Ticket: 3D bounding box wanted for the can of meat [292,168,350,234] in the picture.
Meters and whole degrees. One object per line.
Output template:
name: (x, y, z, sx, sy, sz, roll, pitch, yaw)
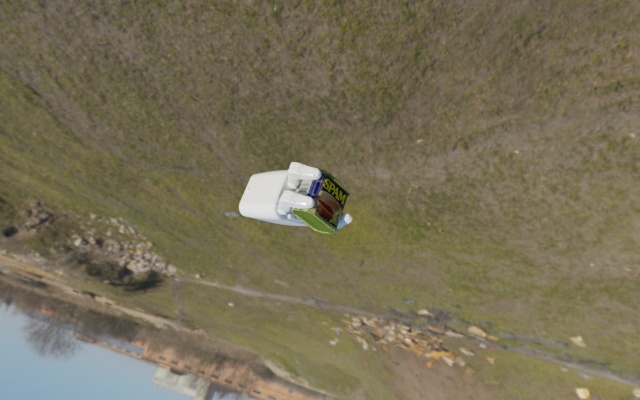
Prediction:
can of meat: (0.000, 0.003, 0.868, 0.057, 0.084, 0.102, 1, -27, 40)
